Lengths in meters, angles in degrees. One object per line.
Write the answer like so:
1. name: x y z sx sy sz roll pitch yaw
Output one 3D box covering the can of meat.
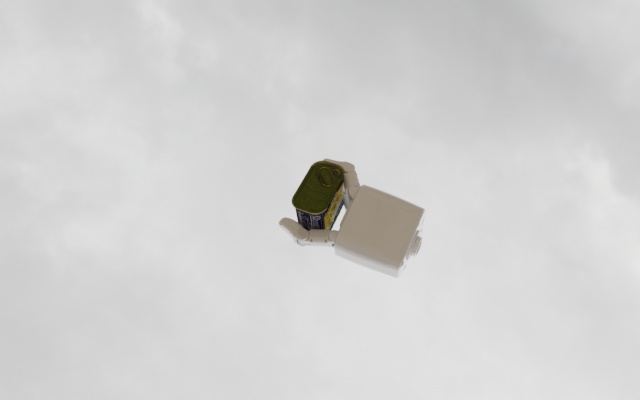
1. can of meat: 0.000 0.003 0.763 0.057 0.102 0.084 17 -33 17
